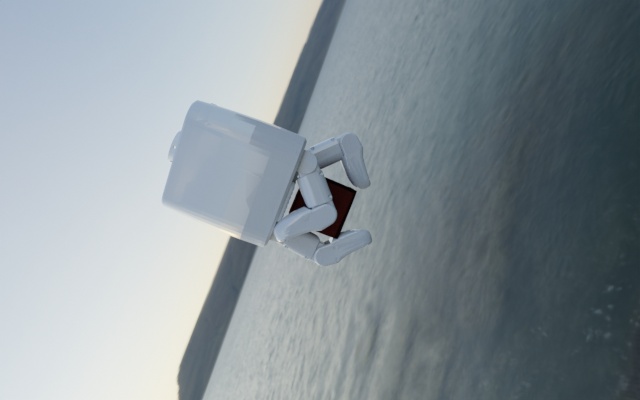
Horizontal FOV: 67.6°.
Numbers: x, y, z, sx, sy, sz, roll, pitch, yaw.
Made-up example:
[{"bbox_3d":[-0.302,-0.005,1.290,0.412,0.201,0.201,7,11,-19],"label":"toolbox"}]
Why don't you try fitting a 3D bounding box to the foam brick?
[{"bbox_3d":[0.000,0.002,0.491,0.051,0.053,0.078,22,2,-5],"label":"foam brick"}]
